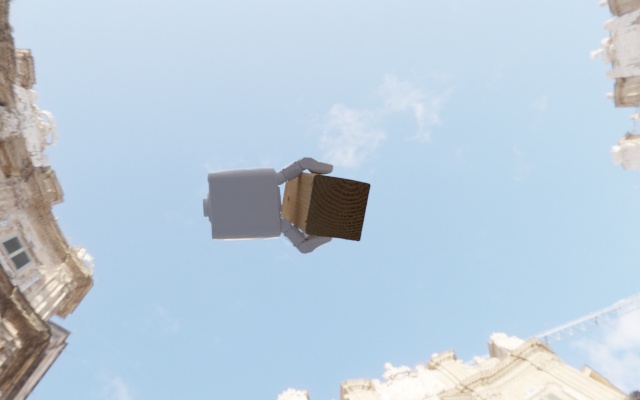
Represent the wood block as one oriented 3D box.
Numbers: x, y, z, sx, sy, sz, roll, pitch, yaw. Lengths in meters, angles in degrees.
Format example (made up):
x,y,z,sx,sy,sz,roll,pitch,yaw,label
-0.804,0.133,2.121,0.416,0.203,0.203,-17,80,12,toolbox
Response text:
x,y,z,sx,sy,sz,roll,pitch,yaw,label
0.000,0.002,0.794,0.090,0.091,0.206,9,3,-16,wood block
